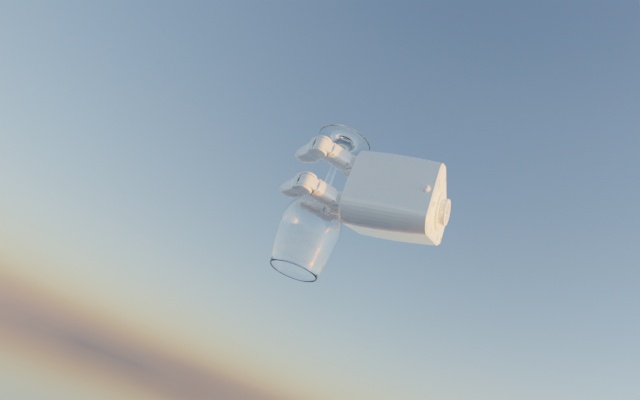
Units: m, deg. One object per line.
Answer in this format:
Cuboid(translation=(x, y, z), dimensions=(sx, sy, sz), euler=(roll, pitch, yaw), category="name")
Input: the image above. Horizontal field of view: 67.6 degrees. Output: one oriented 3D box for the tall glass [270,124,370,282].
Cuboid(translation=(0.000, 0.001, 0.620), dimensions=(0.079, 0.201, 0.079), euler=(18, -25, 9), category="tall glass")
